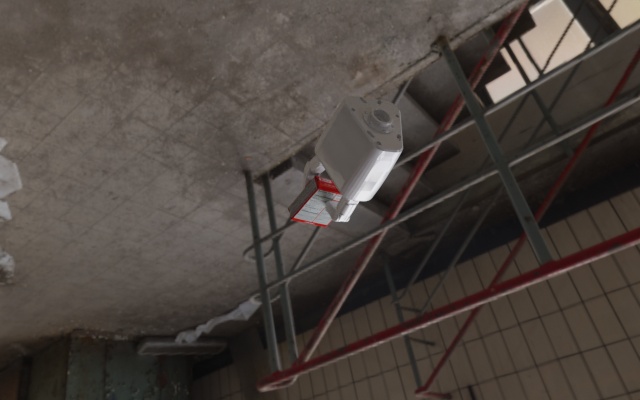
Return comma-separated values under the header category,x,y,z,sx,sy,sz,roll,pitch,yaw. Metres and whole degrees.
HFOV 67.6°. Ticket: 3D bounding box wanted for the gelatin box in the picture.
category,x,y,z,sx,sy,sz,roll,pitch,yaw
gelatin box,0.000,0.003,0.794,0.073,0.030,0.089,13,-47,-34
